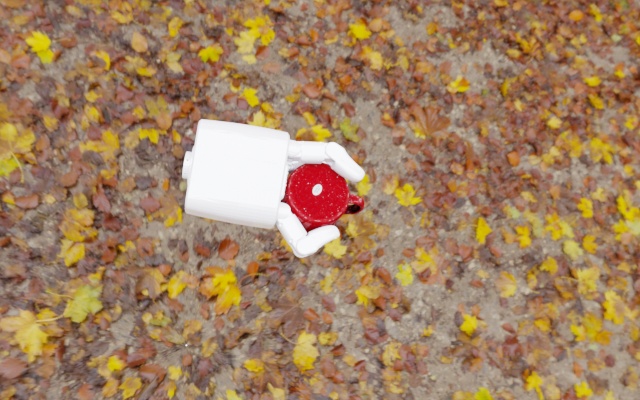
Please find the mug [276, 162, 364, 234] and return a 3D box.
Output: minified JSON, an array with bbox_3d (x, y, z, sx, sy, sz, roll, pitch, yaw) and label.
[{"bbox_3d":[0.002,0.002,0.618,0.117,0.093,0.081,9,-18,-12],"label":"mug"}]
